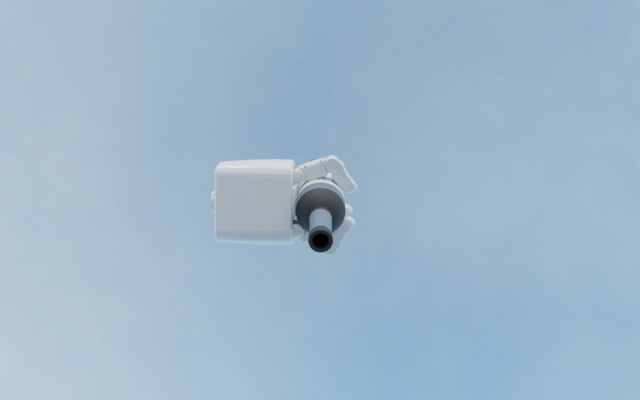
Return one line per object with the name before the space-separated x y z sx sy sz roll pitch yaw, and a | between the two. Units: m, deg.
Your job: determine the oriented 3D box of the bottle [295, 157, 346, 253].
bottle | 0.000 0.002 0.662 0.069 0.069 0.295 0 17 0
